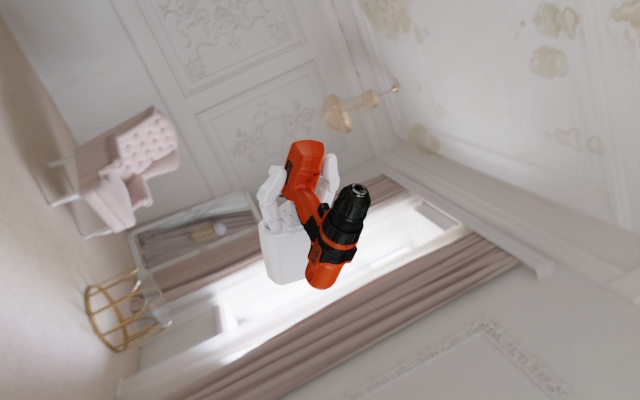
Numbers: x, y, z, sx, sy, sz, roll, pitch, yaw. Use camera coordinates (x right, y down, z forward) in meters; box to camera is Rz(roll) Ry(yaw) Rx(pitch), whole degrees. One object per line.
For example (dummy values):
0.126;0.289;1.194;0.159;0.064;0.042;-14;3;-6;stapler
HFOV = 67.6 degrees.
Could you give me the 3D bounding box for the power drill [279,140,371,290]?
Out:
0.000;0.002;0.658;0.057;0.187;0.185;1;-45;-24;power drill
